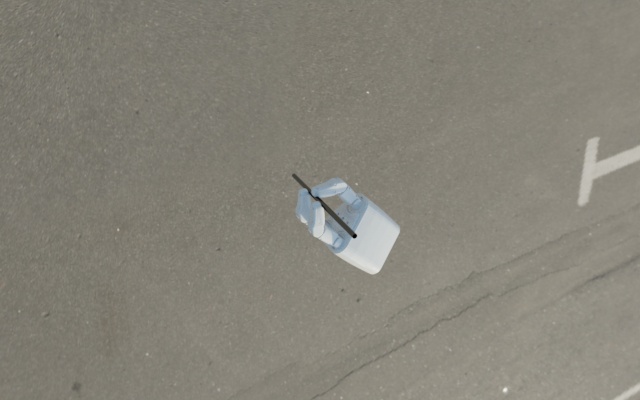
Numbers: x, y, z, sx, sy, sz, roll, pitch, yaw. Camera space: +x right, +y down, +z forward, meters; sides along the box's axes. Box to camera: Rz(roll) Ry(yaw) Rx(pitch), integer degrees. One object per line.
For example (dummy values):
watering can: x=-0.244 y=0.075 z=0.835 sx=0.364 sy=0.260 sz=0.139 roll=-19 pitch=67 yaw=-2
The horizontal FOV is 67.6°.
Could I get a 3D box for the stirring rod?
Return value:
stirring rod: x=0.000 y=0.003 z=0.780 sx=0.011 sy=0.011 sz=0.239 roll=0 pitch=24 yaw=-27
